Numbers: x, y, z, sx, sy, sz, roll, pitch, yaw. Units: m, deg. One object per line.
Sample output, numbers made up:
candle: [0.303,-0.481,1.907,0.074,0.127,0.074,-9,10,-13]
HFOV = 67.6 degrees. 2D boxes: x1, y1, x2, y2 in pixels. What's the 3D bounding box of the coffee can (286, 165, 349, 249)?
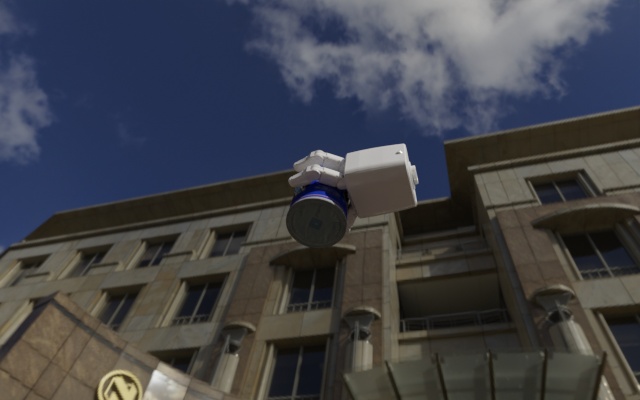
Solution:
coffee can: [0.000,0.003,0.852,0.103,0.103,0.140,0,32,7]
